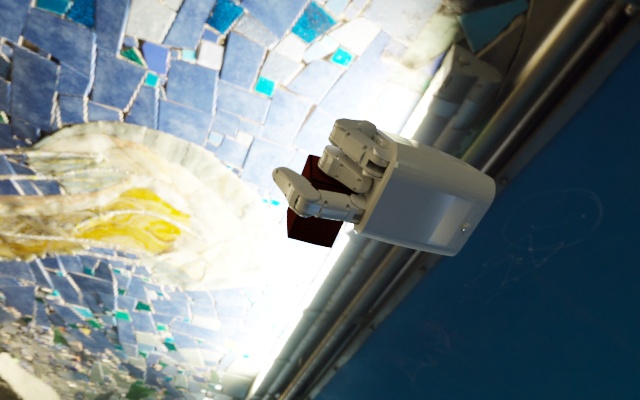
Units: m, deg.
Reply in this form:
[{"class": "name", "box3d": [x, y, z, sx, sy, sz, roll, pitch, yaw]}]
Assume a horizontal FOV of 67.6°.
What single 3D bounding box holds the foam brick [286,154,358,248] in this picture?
[{"class": "foam brick", "box3d": [0.000, 0.002, 0.495, 0.051, 0.078, 0.053, 15, 33, -14]}]
